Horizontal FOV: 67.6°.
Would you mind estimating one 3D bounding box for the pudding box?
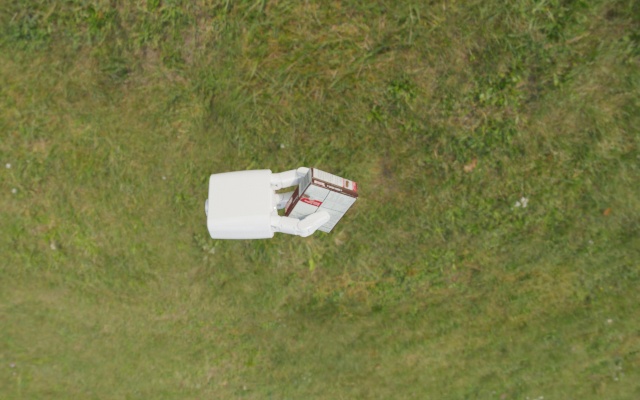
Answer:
[{"bbox_3d":[0.000,0.003,0.818,0.090,0.039,0.113,17,-42,-19],"label":"pudding box"}]
